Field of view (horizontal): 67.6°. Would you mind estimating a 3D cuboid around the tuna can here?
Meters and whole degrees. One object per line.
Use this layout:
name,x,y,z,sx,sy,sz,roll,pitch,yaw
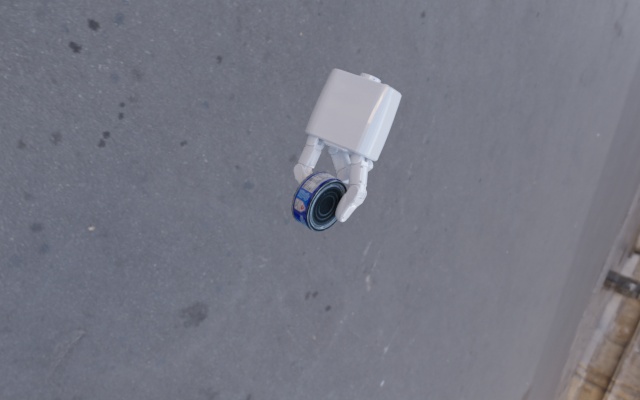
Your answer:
tuna can,0.000,0.003,0.702,0.033,0.086,0.086,30,19,36
